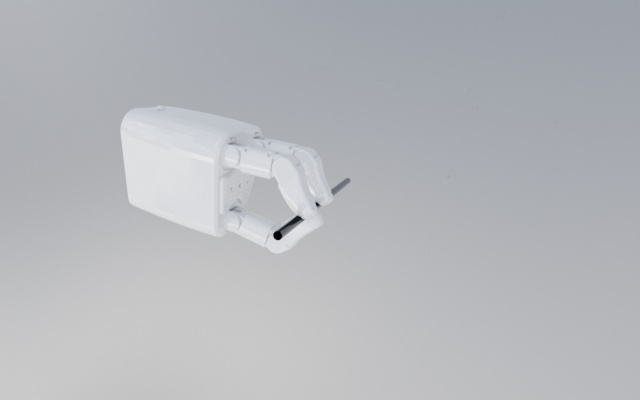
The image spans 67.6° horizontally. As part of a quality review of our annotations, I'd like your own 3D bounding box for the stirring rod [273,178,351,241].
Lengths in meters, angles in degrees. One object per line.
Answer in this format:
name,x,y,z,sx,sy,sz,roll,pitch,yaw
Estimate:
stirring rod,0.000,0.002,0.487,0.011,0.011,0.239,0,13,17
